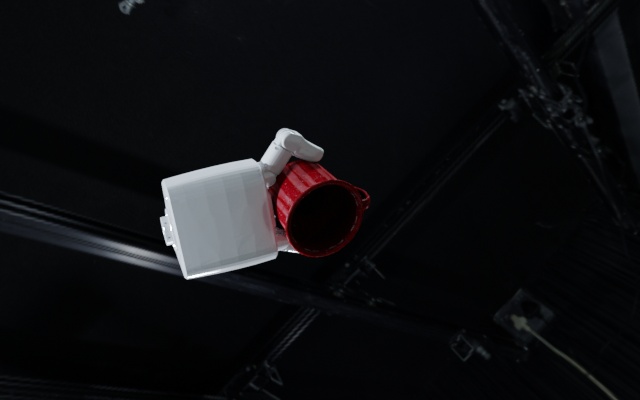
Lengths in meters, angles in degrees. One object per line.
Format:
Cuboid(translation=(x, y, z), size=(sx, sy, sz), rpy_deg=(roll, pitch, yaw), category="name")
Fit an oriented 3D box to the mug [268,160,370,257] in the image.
Cuboid(translation=(0.001, 0.001, 0.550), size=(0.117, 0.093, 0.081), rpy_deg=(-12, 30, -22), category="mug")
